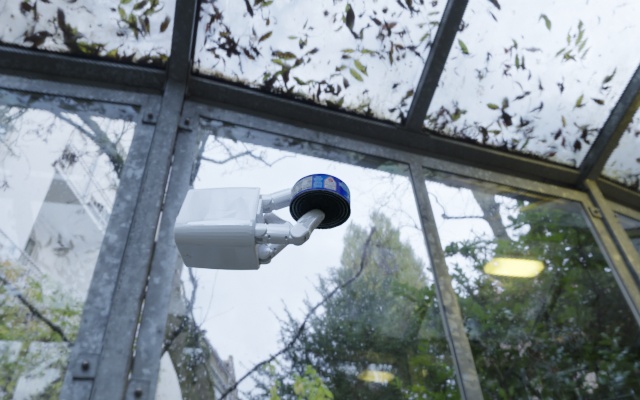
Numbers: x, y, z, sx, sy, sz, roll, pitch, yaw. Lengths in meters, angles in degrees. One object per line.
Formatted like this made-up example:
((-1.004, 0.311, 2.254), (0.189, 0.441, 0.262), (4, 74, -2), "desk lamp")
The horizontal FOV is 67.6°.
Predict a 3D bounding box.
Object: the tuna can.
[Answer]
((0.000, 0.002, 0.664), (0.086, 0.033, 0.086), (2, -40, 2), "tuna can")
